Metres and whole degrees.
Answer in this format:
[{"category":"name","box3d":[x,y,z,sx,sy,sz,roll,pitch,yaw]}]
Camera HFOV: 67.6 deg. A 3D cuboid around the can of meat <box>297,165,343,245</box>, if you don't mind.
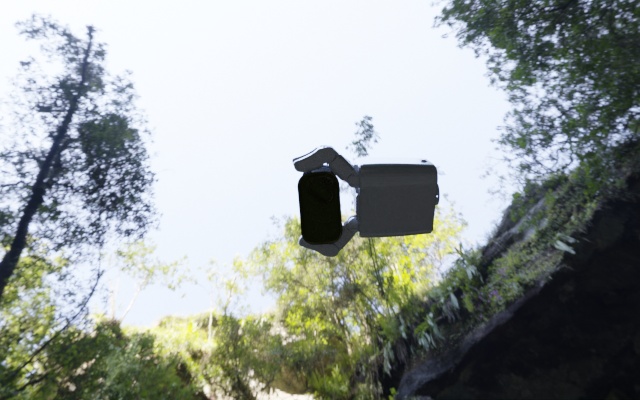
[{"category":"can of meat","box3d":[0.000,0.002,0.687,0.057,0.102,0.084,-4,13,2]}]
